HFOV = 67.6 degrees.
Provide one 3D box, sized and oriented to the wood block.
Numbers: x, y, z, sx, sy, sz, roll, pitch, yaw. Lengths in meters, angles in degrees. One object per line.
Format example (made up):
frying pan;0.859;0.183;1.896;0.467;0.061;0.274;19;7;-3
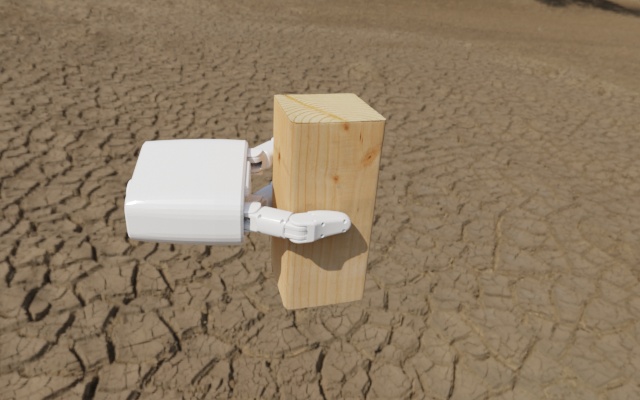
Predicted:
wood block;0.000;0.002;0.503;0.090;0.206;0.090;-4;29;-15
